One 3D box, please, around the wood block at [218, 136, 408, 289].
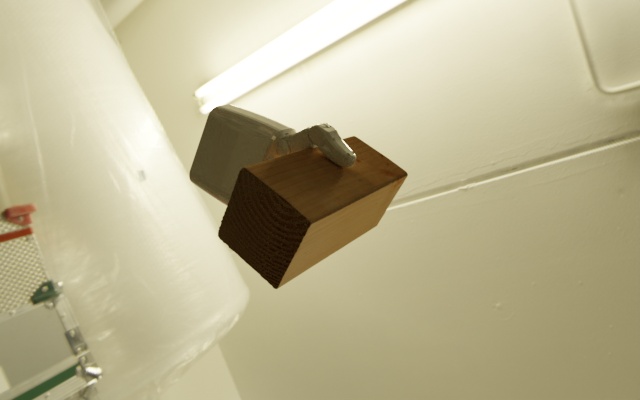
[{"bbox_3d":[0.000,0.001,0.529,0.090,0.091,0.206,38,33,19],"label":"wood block"}]
